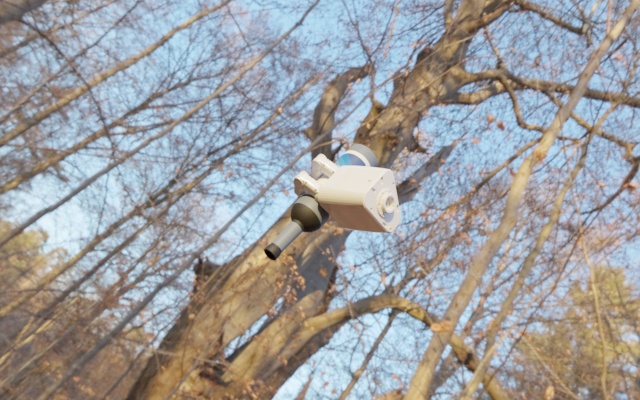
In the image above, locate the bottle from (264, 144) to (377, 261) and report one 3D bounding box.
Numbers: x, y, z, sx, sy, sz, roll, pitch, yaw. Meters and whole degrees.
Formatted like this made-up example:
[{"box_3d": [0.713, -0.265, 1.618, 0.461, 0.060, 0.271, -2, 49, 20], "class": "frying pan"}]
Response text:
[{"box_3d": [0.000, 0.003, 0.896, 0.069, 0.069, 0.295, 0, 38, 49], "class": "bottle"}]
